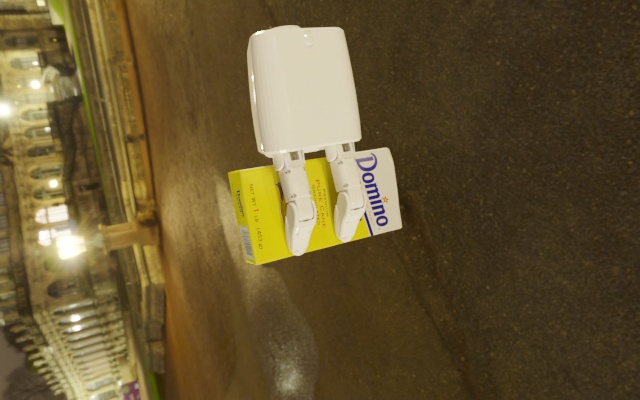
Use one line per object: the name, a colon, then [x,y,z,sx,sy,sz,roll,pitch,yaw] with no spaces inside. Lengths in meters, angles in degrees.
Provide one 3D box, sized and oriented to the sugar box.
sugar box: [0.000,0.002,0.499,0.176,0.093,0.048,-12,6,-25]
